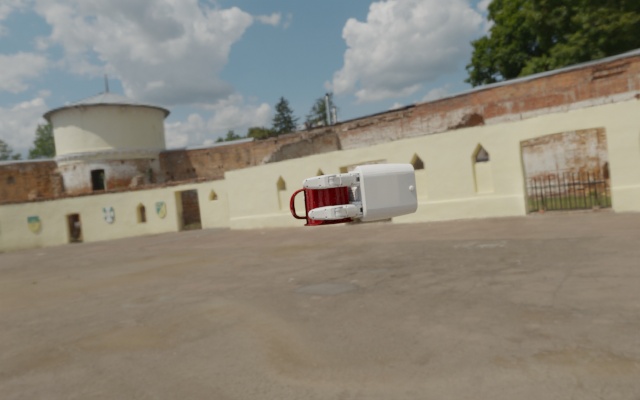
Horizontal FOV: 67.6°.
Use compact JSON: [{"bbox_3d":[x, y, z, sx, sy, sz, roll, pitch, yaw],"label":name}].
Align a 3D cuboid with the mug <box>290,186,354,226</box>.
[{"bbox_3d":[-0.001,0.003,0.873,0.117,0.081,0.093,-6,0,-16],"label":"mug"}]
